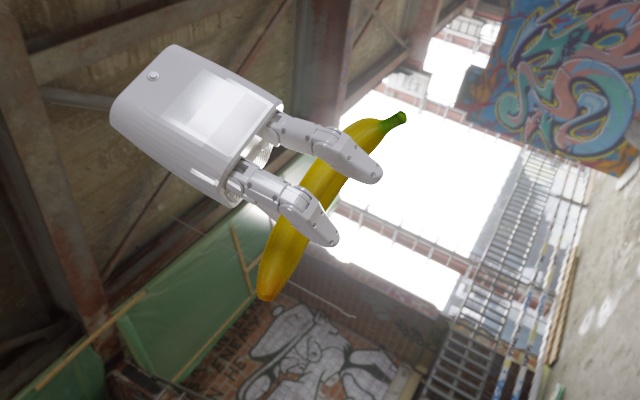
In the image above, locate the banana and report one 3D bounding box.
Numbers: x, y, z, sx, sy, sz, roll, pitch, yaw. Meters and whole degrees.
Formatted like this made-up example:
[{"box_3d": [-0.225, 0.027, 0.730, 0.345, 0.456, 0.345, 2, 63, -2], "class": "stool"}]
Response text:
[{"box_3d": [-0.002, -0.003, 0.424, 0.037, 0.198, 0.069, 36, -2, -14], "class": "banana"}]
